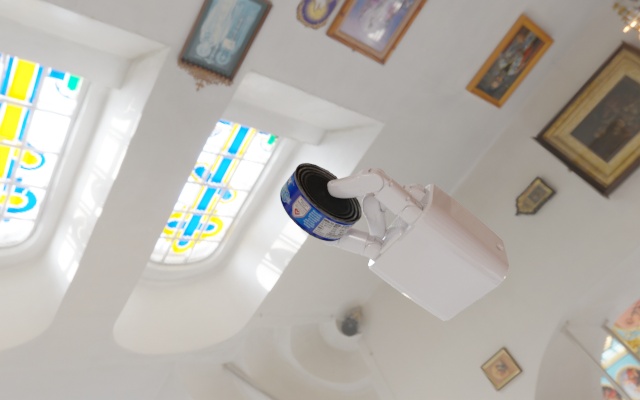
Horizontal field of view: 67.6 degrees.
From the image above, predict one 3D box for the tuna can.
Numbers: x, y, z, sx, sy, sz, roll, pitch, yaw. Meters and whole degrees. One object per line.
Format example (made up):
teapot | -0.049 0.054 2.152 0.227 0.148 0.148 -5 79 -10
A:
tuna can | 0.000 0.002 0.506 0.086 0.086 0.034 0 -43 -52
